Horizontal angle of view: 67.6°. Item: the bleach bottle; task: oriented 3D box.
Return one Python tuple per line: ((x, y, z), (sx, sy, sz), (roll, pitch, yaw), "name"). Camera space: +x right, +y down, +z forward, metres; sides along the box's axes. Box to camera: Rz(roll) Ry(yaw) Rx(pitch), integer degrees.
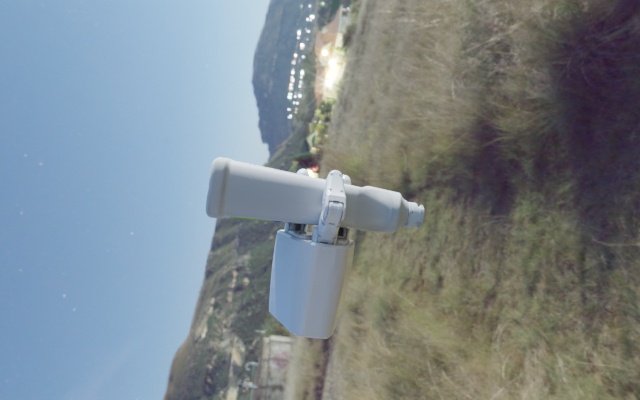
((0.000, 0.002, 0.560), (0.251, 0.068, 0.102), (8, 2, -7), "bleach bottle")
